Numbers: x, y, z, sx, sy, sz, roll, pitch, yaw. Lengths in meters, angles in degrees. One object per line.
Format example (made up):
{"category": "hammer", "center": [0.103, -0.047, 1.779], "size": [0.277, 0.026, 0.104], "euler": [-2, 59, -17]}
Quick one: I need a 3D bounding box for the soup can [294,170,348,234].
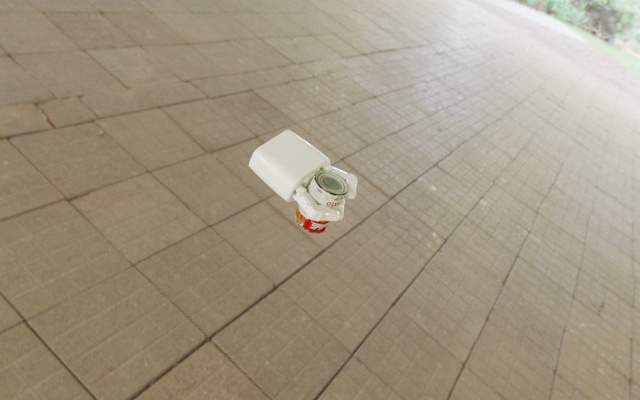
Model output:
{"category": "soup can", "center": [0.001, 0.003, 0.884], "size": [0.068, 0.102, 0.068], "euler": [19, 36, -14]}
